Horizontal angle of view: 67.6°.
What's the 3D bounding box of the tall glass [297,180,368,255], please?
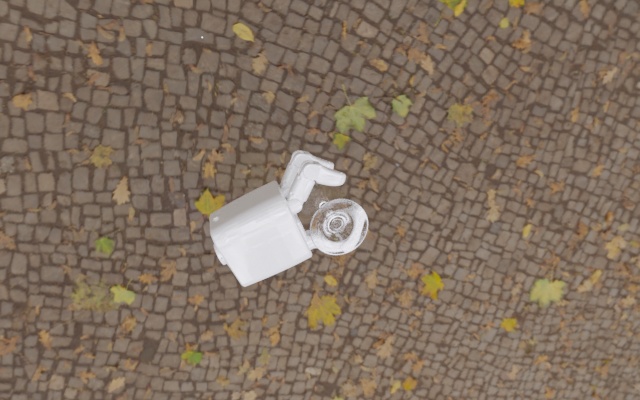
[{"bbox_3d":[0.000,0.002,0.672,0.079,0.079,0.201,0,18,-14],"label":"tall glass"}]
